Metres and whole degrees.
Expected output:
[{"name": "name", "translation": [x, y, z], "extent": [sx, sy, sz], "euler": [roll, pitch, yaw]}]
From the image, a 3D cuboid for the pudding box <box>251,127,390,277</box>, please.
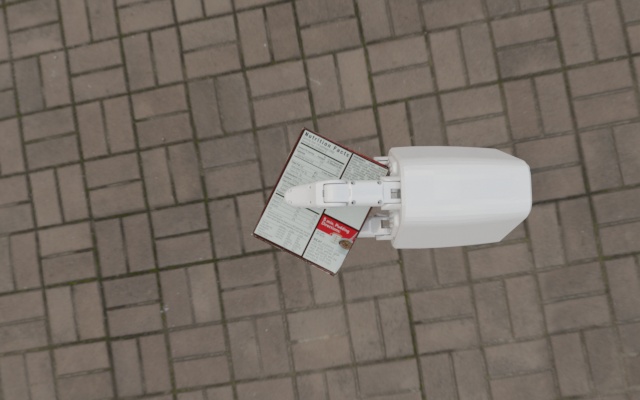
[{"name": "pudding box", "translation": [0.000, 0.001, 0.444], "extent": [0.090, 0.113, 0.039], "euler": [27, -3, 2]}]
